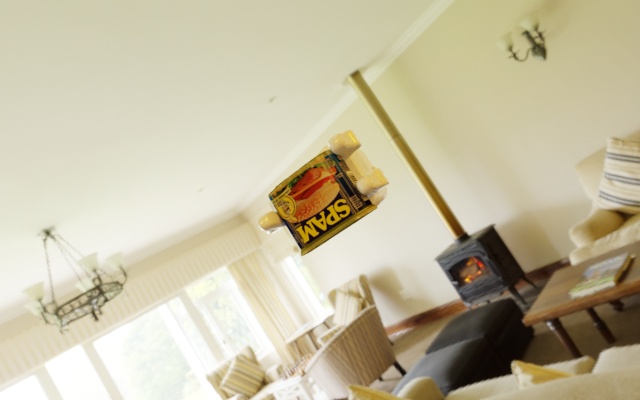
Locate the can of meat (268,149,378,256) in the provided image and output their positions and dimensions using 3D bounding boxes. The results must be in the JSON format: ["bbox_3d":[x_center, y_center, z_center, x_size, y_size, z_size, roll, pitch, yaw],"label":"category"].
[{"bbox_3d":[0.000,0.002,0.552,0.102,0.084,0.057,-35,-7,21],"label":"can of meat"}]
